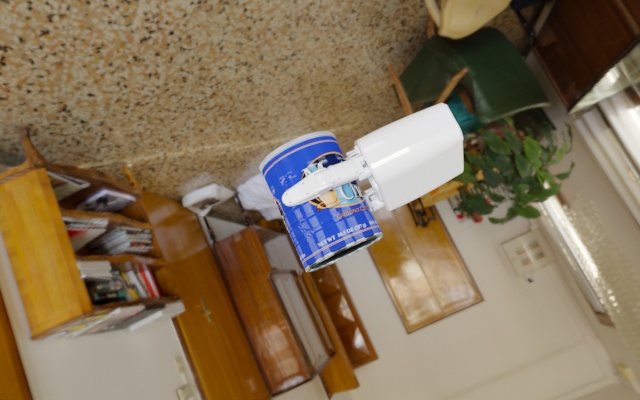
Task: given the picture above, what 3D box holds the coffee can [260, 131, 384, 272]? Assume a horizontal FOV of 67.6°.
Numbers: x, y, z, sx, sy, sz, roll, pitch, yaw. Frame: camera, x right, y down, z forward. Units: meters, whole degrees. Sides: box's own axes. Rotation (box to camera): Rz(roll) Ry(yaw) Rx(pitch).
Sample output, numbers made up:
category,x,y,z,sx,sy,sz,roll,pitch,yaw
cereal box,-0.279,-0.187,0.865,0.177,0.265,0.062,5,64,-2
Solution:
category,x,y,z,sx,sy,sz,roll,pitch,yaw
coffee can,0.000,0.002,0.581,0.103,0.140,0.103,-24,-12,-5
